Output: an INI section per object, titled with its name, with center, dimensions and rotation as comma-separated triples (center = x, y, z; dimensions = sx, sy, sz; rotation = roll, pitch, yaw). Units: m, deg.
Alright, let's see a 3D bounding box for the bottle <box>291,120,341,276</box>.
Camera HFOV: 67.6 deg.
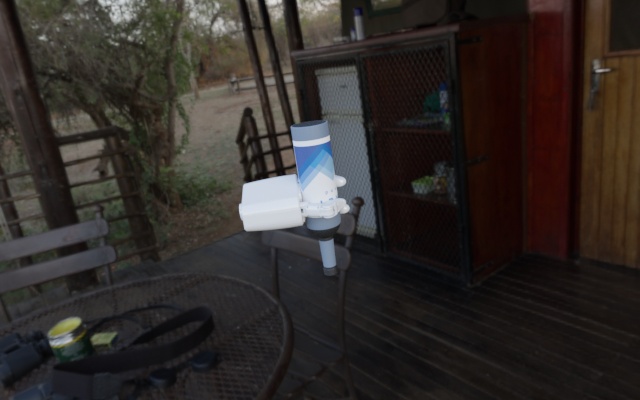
[bottle]
center = 0.000, 0.003, 0.891
dimensions = 0.069, 0.296, 0.069
rotation = -8, 17, 2
